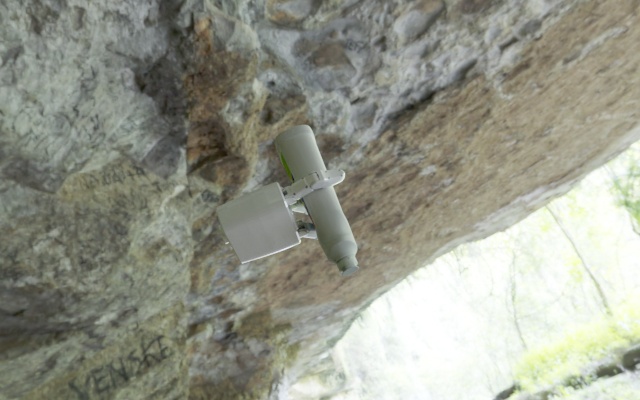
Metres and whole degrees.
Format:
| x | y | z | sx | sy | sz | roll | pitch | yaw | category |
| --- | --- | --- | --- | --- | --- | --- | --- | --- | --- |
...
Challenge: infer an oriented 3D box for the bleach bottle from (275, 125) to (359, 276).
| x | y | z | sx | sy | sz | roll | pitch | yaw | category |
| --- | --- | --- | --- | --- | --- | --- | --- | --- | --- |
| 0.000 | 0.003 | 0.777 | 0.068 | 0.250 | 0.103 | -22 | -28 | -4 | bleach bottle |
